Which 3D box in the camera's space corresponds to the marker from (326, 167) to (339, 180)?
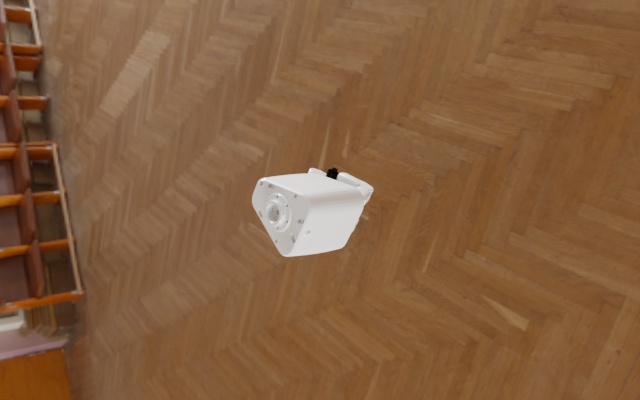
[{"bbox_3d":[0.000,0.002,0.750,0.020,0.121,0.020,20,24,-9],"label":"marker"}]
